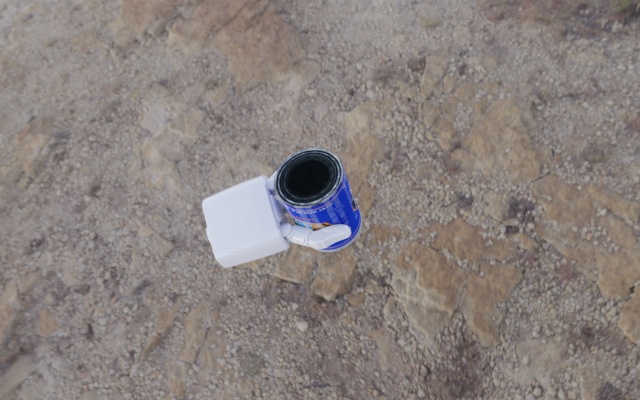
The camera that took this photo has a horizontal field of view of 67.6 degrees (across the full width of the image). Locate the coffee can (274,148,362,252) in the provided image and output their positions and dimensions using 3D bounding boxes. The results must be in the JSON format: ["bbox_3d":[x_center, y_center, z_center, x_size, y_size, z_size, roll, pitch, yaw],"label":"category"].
[{"bbox_3d":[0.000,0.002,0.727,0.103,0.102,0.140,0,-32,18],"label":"coffee can"}]
